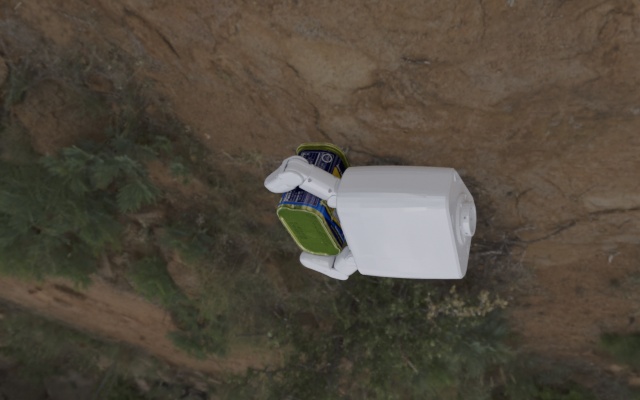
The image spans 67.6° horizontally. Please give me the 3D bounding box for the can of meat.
[{"bbox_3d":[0.000,0.002,0.522,0.057,0.084,0.102,3,-33,25],"label":"can of meat"}]
